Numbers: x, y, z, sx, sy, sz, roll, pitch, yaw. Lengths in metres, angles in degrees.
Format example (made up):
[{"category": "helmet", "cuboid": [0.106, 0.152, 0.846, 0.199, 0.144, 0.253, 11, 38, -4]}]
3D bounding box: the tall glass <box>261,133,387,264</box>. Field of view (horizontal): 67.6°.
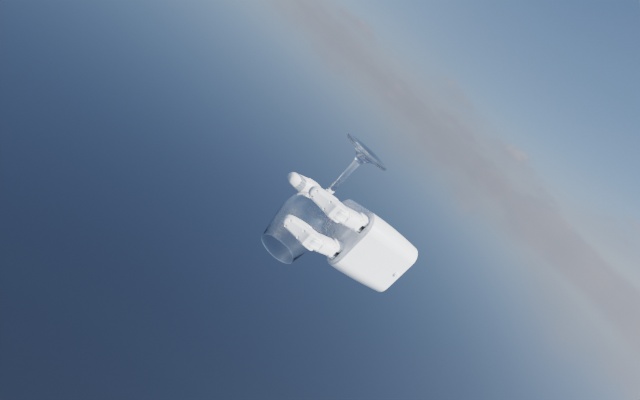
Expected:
[{"category": "tall glass", "cuboid": [0.000, 0.002, 0.691, 0.079, 0.201, 0.079, 39, 16, -13]}]
